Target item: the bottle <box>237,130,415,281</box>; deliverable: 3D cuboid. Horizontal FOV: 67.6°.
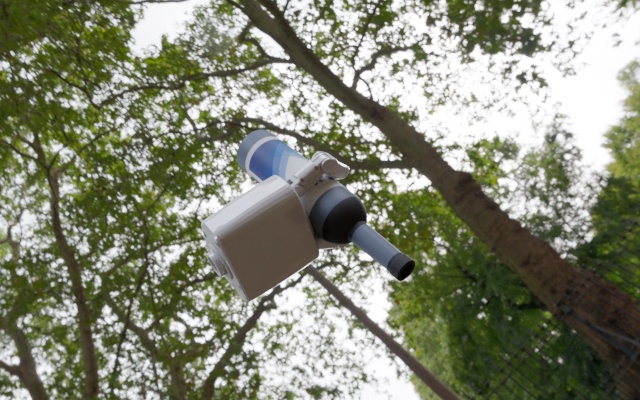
[{"bbox_3d":[0.000,0.002,0.597,0.069,0.069,0.295,0,30,-46],"label":"bottle"}]
